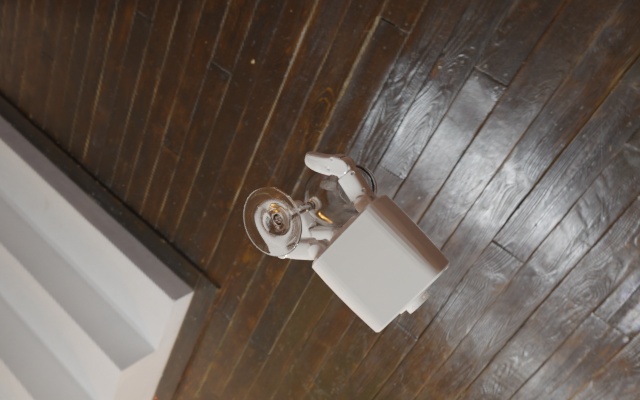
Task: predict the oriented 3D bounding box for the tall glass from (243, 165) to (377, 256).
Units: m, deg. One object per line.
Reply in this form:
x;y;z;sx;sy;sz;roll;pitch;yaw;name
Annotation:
0.000;0.002;0.573;0.079;0.079;0.201;0;12;31;tall glass
